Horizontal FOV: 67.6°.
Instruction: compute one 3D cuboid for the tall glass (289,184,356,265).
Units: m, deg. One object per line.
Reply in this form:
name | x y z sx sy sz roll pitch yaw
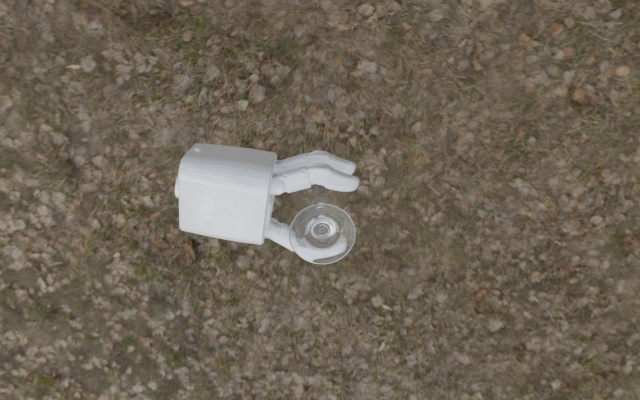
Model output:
tall glass | 0.000 0.002 0.619 0.079 0.079 0.201 0 21 -1
